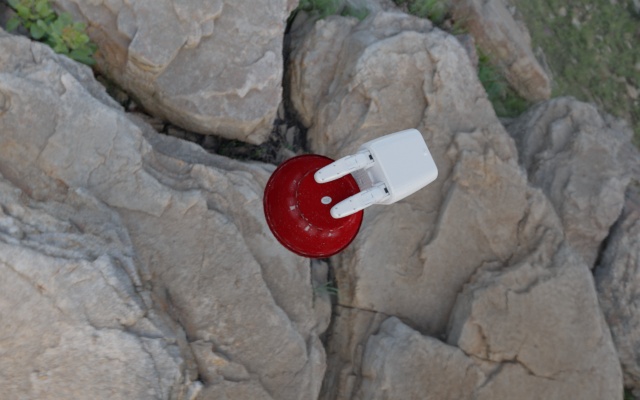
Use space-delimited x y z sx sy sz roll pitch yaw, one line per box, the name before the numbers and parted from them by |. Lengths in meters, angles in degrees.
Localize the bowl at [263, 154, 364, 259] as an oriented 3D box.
bowl | -0.001 0.003 0.699 0.162 0.162 0.055 0 -11 -20
